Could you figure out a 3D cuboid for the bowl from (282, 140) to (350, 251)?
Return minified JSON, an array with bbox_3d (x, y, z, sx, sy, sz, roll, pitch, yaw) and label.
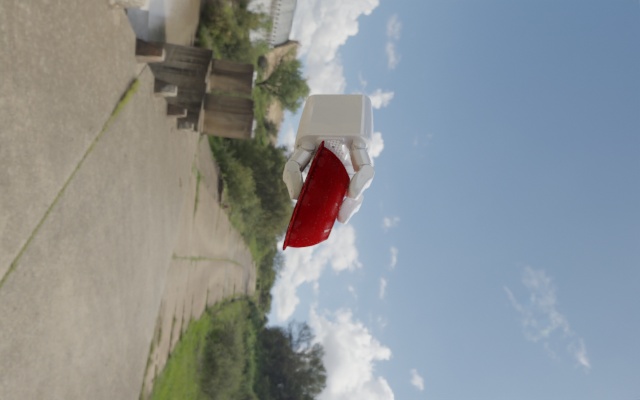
[{"bbox_3d":[0.000,0.003,0.659,0.055,0.162,0.162,21,0,1],"label":"bowl"}]
